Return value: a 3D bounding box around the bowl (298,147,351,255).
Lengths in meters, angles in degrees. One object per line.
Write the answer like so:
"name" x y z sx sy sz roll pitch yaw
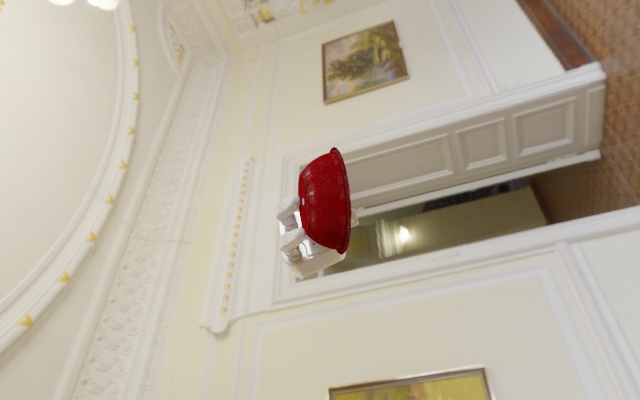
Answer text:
"bowl" 0.000 0.002 0.712 0.055 0.162 0.162 -4 1 -11
